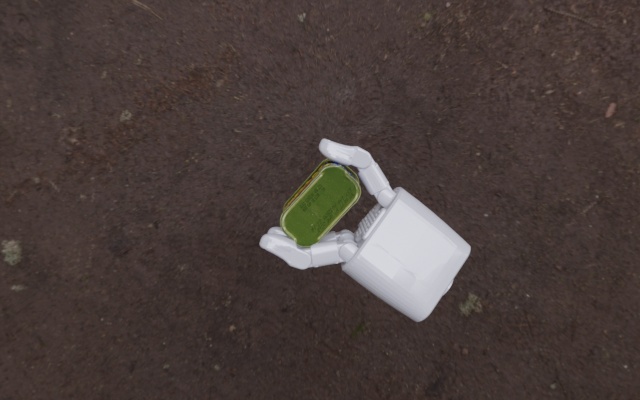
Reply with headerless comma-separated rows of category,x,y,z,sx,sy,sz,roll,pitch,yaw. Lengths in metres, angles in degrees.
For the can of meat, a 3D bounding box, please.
can of meat,0.000,0.002,0.551,0.057,0.102,0.084,42,6,-5
